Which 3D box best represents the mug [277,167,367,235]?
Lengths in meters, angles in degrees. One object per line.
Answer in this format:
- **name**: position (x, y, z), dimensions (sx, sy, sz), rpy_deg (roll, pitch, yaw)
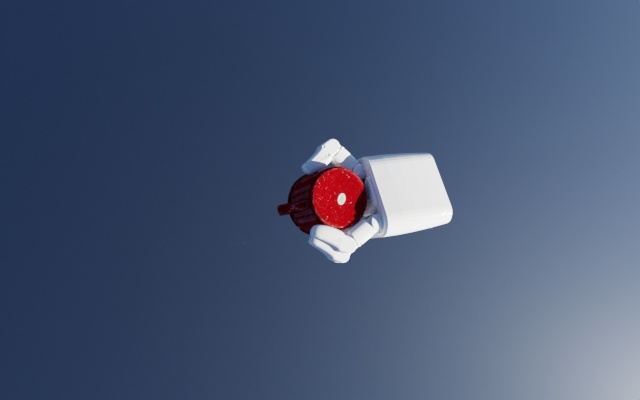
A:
- **mug**: position (-0.001, 0.002, 0.637), dimensions (0.117, 0.093, 0.081), rpy_deg (-7, -4, -21)
